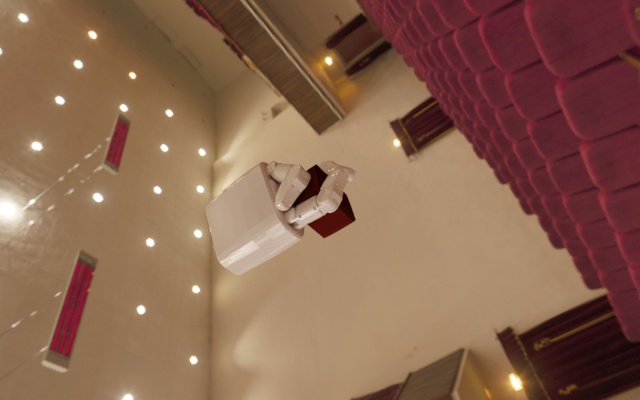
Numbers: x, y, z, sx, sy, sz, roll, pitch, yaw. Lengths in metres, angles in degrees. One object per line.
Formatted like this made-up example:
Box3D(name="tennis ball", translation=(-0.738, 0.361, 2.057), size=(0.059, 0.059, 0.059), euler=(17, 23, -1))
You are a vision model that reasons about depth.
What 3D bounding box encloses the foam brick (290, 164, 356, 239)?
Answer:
Box3D(name="foam brick", translation=(0.000, 0.002, 0.628), size=(0.051, 0.053, 0.078), euler=(-34, -51, 17))
